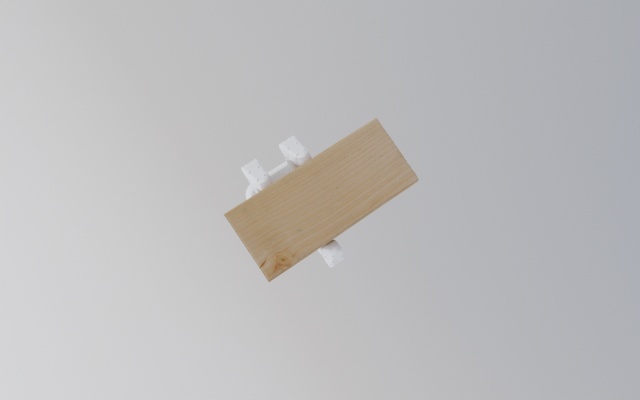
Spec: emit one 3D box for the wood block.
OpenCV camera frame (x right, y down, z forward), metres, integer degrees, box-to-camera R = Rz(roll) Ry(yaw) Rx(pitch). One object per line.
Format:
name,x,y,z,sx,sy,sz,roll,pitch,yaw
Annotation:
wood block,0.000,0.002,0.572,0.206,0.091,0.090,-34,-4,-10
